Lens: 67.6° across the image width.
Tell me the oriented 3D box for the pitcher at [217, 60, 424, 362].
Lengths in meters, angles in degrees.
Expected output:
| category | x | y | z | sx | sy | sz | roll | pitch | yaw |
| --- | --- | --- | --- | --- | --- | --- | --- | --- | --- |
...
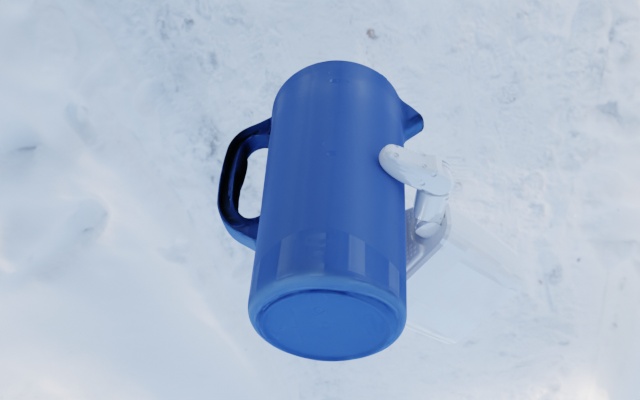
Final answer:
| category | x | y | z | sx | sy | sz | roll | pitch | yaw |
| --- | --- | --- | --- | --- | --- | --- | --- | --- | --- |
| pitcher | 0.000 | 0.001 | 0.402 | 0.145 | 0.242 | 0.149 | 30 | -50 | -23 |
